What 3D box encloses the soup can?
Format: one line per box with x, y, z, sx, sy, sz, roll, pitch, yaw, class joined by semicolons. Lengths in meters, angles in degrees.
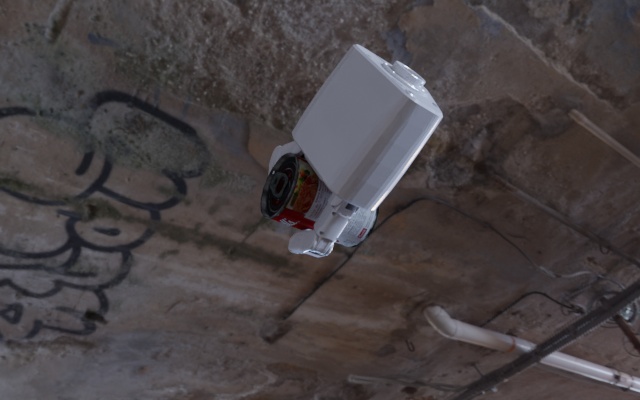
0.000;0.002;0.484;0.102;0.068;0.068;22;-11;-28;soup can
